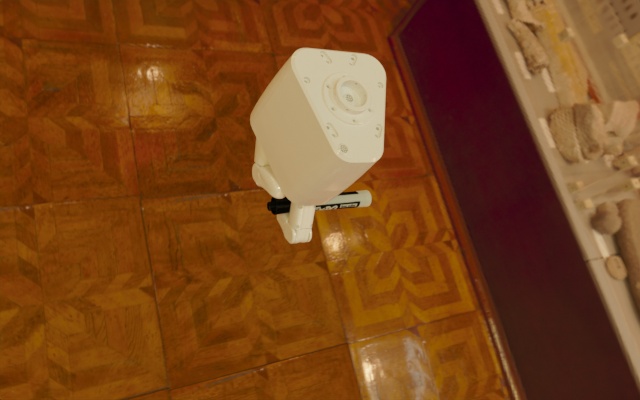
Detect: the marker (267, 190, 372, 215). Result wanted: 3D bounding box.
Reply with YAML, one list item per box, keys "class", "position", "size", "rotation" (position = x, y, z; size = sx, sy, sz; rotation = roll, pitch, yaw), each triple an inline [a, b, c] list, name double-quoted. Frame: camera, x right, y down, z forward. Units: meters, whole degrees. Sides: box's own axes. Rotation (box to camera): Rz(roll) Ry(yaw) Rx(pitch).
- class: "marker"
  position: [0.000, 0.002, 0.518]
  size: [0.121, 0.020, 0.020]
  rotation: [-4, 2, -27]
